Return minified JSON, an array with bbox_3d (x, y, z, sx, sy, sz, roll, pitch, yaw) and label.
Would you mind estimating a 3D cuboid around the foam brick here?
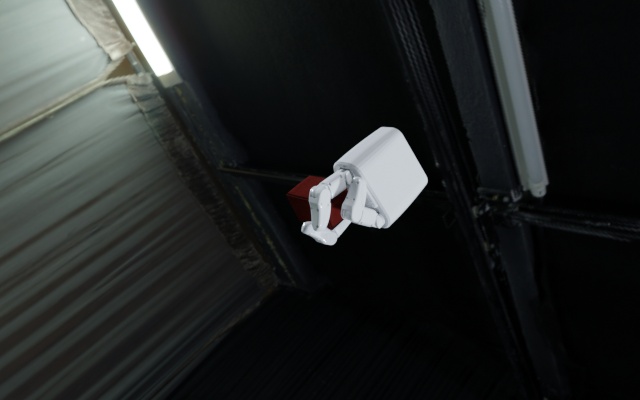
[{"bbox_3d":[0.000,0.002,0.700,0.078,0.053,0.051,13,47,47],"label":"foam brick"}]
